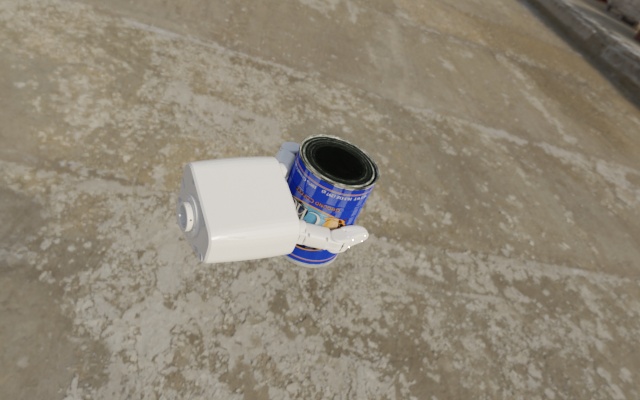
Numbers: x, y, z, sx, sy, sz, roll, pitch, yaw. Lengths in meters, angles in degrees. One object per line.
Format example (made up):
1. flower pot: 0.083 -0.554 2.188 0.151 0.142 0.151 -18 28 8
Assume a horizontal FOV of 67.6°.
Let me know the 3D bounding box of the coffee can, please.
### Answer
1. coffee can: 0.000 0.002 0.608 0.103 0.140 0.102 15 38 -12
